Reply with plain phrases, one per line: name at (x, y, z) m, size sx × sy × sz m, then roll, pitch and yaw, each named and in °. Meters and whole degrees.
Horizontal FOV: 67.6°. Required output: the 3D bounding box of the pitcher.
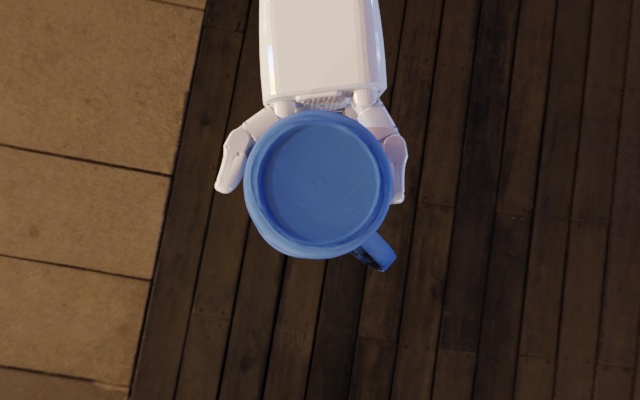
pitcher at (0.000, 0.001, 0.453) m, size 0.149 × 0.145 × 0.243 m, roll -2°, pitch -3°, yaw -4°
